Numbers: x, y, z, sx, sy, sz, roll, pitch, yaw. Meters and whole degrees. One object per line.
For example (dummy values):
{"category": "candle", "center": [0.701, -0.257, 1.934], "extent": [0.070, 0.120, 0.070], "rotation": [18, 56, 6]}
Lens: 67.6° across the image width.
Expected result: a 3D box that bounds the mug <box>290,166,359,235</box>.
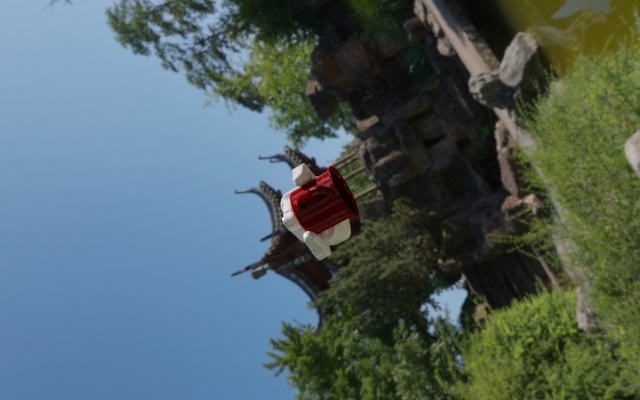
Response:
{"category": "mug", "center": [-0.001, 0.002, 0.755], "extent": [0.081, 0.093, 0.117], "rotation": [-29, -17, 15]}
